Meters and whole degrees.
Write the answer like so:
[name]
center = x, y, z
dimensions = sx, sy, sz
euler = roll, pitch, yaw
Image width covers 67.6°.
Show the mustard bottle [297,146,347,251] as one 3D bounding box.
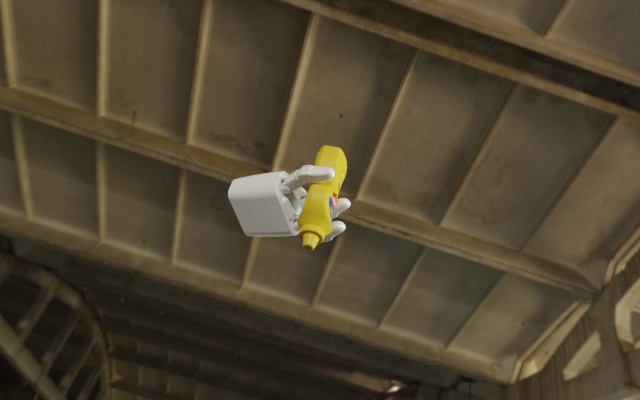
[mustard bottle]
center = 0.001, 0.003, 0.818
dimensions = 0.058, 0.191, 0.096
euler = 11, -38, 6
